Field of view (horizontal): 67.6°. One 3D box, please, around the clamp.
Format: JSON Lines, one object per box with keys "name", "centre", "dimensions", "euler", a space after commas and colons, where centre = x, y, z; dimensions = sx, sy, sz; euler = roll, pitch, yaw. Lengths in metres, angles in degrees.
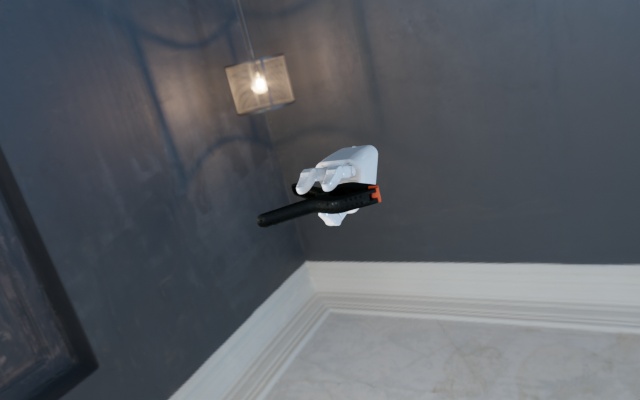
{"name": "clamp", "centre": [0.001, 0.003, 0.840], "dimensions": [0.210, 0.036, 0.164], "euler": [-3, 24, 31]}
